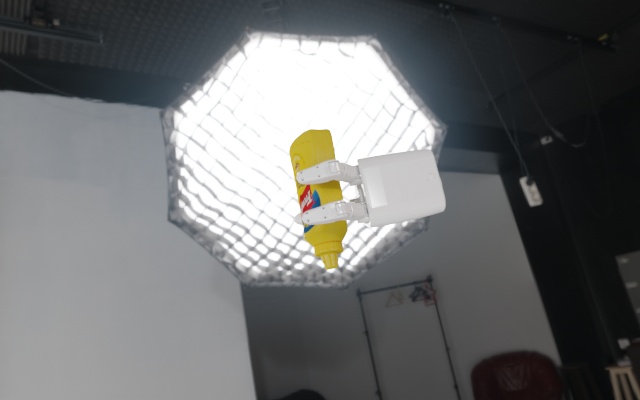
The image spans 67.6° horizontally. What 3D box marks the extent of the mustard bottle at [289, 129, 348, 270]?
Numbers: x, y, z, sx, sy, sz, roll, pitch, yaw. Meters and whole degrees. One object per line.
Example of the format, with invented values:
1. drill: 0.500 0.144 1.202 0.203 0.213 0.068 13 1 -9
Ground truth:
1. mustard bottle: 0.000 0.002 0.677 0.058 0.191 0.096 -3 -17 -25
